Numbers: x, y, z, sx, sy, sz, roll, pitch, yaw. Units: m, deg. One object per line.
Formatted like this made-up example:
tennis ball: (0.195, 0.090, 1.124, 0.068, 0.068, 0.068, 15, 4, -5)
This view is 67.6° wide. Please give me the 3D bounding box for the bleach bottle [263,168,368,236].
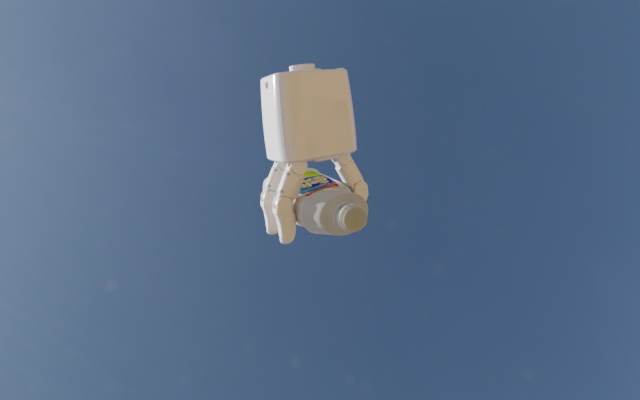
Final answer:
bleach bottle: (0.000, 0.002, 0.639, 0.102, 0.068, 0.251, -11, 12, -20)
